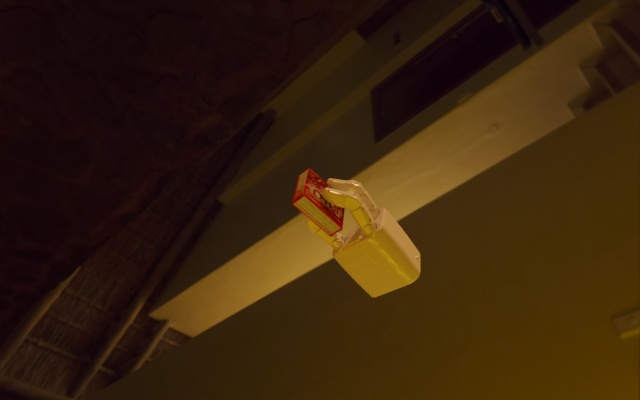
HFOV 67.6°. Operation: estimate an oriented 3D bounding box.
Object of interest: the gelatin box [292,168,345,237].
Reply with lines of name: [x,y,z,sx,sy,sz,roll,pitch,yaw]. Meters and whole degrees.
gelatin box: [0.000,0.002,0.753,0.030,0.089,0.073,-36,25,29]
